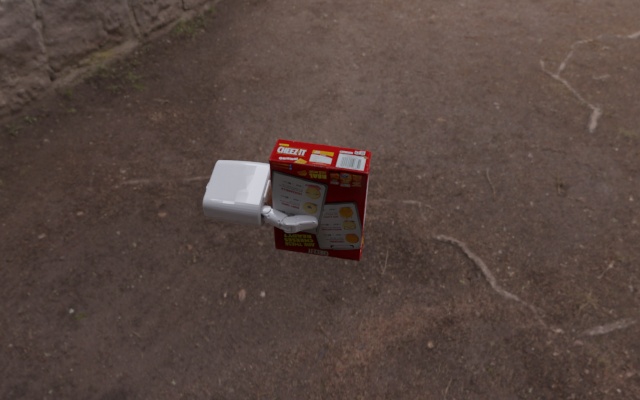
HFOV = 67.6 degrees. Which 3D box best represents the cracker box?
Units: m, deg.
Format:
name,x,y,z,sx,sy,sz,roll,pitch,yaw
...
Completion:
name,x,y,z,sx,sy,sz,roll,pitch,yaw
cracker box,0.000,0.003,0.847,0.164,0.214,0.072,8,43,8
